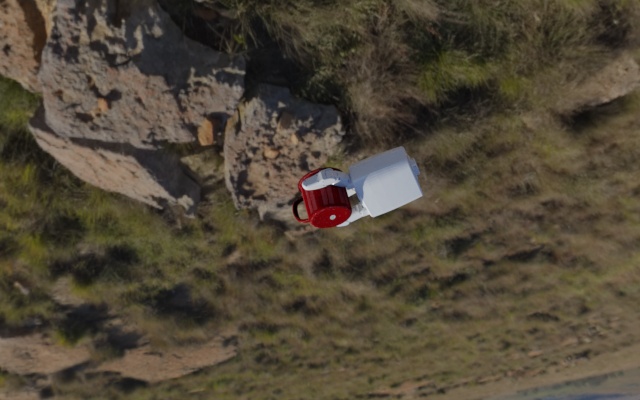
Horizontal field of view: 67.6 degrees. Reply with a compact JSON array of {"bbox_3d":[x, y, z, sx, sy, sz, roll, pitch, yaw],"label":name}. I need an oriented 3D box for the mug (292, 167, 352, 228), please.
[{"bbox_3d":[-0.001,0.004,0.887,0.117,0.081,0.093,-24,-32,15],"label":"mug"}]
